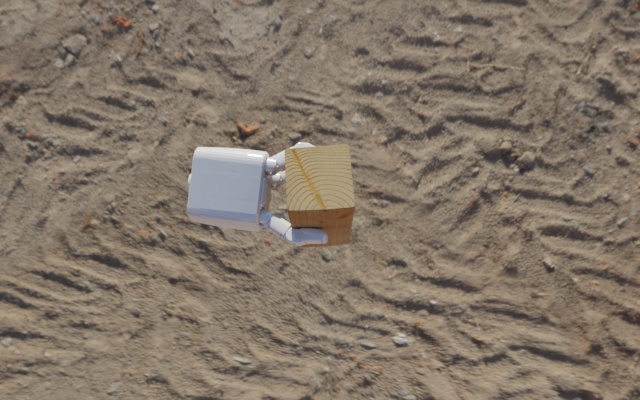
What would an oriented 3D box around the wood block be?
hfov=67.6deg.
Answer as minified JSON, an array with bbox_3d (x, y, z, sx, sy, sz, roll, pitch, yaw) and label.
[{"bbox_3d":[0.000,0.003,0.720,0.090,0.090,0.206,-4,-18,0],"label":"wood block"}]
